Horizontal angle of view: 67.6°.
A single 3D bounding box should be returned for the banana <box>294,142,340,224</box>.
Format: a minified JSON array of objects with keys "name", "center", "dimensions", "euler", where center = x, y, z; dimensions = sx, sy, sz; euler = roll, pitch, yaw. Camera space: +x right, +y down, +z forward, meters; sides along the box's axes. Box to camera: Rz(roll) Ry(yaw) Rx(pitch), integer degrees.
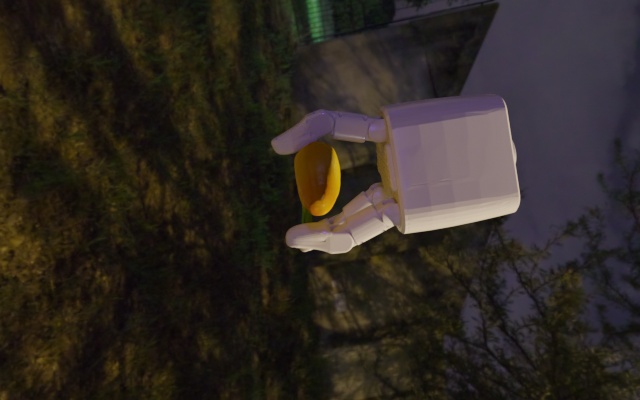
[{"name":"banana","center":[-0.002,-0.017,0.409],"dimensions":[0.037,0.069,0.198],"euler":[-7,-5,-2]}]
